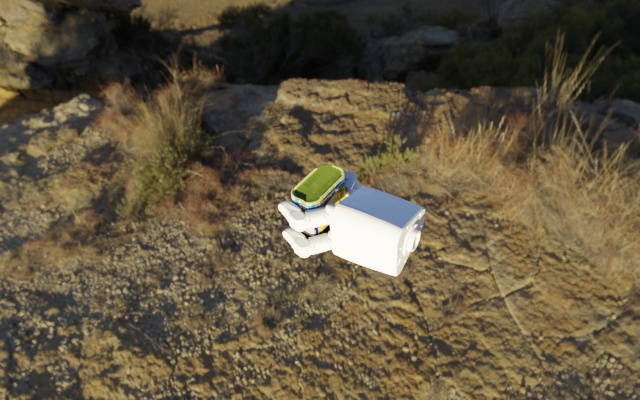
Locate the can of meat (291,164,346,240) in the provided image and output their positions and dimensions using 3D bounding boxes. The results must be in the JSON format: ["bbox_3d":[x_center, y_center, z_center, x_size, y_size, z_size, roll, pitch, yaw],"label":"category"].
[{"bbox_3d":[0.000,0.002,0.757,0.057,0.084,0.102,22,49,27],"label":"can of meat"}]
